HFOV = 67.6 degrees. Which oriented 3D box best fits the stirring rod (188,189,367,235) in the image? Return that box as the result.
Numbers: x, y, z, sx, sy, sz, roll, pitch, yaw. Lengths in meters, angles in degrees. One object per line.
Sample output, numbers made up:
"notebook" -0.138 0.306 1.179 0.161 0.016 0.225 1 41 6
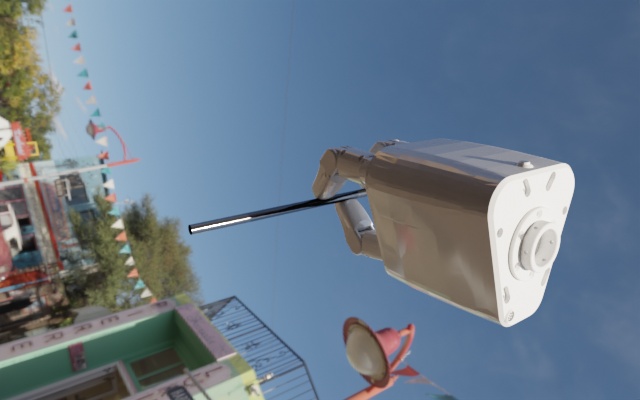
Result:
"stirring rod" 0.000 0.001 0.425 0.239 0.011 0.011 -12 7 -34
